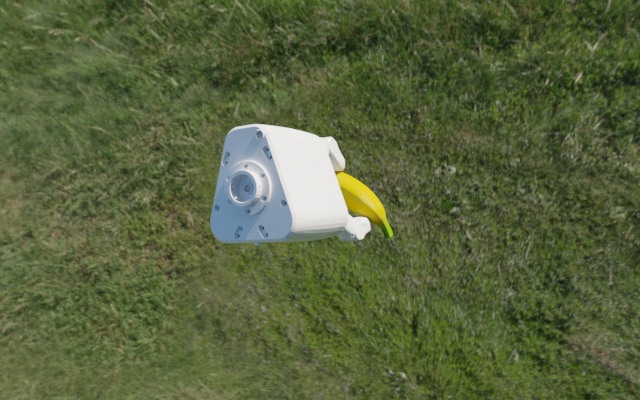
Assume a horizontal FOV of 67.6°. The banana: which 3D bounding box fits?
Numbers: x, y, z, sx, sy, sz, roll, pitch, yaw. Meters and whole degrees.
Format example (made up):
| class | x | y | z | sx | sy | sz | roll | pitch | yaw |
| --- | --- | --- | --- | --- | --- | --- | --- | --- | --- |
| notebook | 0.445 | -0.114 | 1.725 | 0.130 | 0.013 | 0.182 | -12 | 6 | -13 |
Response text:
| class | x | y | z | sx | sy | sz | roll | pitch | yaw |
| --- | --- | --- | --- | --- | --- | --- | --- | --- | --- |
| banana | 0.005 | -0.013 | 0.614 | 0.197 | 0.070 | 0.037 | 25 | 36 | 27 |
